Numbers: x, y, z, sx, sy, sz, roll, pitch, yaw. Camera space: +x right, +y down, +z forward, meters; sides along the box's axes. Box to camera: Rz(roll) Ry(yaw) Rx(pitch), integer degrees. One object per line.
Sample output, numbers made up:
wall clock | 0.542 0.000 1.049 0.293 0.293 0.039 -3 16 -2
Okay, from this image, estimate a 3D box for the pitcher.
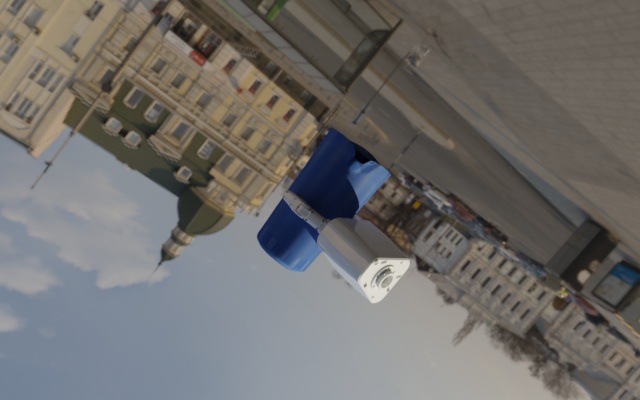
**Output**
pitcher | 0.000 0.003 0.851 0.145 0.243 0.149 42 6 38
